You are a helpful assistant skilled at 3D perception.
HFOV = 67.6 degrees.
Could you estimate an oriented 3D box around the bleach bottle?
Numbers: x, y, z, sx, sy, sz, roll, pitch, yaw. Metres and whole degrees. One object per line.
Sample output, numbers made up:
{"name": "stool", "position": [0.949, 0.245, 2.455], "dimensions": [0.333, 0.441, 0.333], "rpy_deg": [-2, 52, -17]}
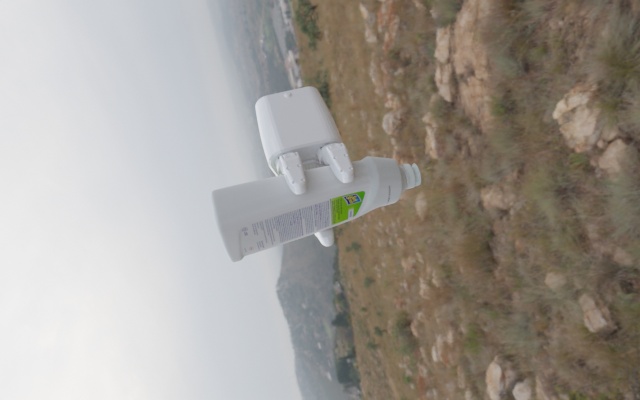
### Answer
{"name": "bleach bottle", "position": [0.000, 0.002, 0.588], "dimensions": [0.251, 0.068, 0.103], "rpy_deg": [-14, -31, -8]}
